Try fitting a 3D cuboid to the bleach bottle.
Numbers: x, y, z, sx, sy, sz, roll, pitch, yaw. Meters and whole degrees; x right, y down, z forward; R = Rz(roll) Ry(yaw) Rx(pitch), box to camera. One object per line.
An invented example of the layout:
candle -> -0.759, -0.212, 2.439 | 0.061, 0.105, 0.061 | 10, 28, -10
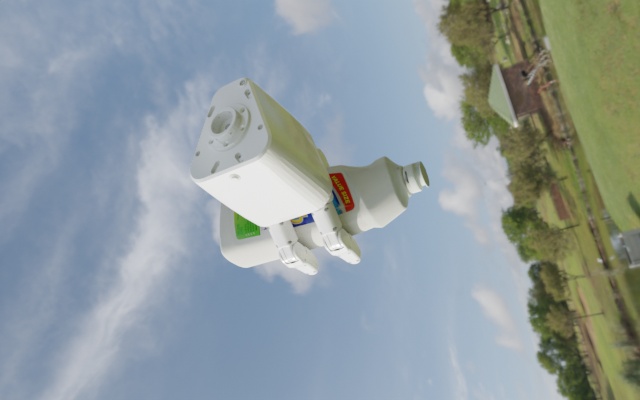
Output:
bleach bottle -> 0.000, 0.002, 0.554 | 0.251, 0.102, 0.068 | -19, -33, 24
